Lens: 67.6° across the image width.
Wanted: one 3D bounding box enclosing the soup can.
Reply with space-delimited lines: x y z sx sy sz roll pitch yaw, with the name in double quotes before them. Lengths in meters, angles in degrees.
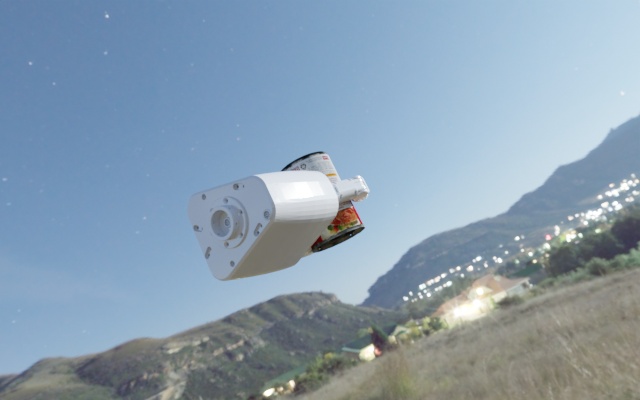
"soup can" 0.000 0.002 0.566 0.068 0.102 0.068 -25 -13 -6
